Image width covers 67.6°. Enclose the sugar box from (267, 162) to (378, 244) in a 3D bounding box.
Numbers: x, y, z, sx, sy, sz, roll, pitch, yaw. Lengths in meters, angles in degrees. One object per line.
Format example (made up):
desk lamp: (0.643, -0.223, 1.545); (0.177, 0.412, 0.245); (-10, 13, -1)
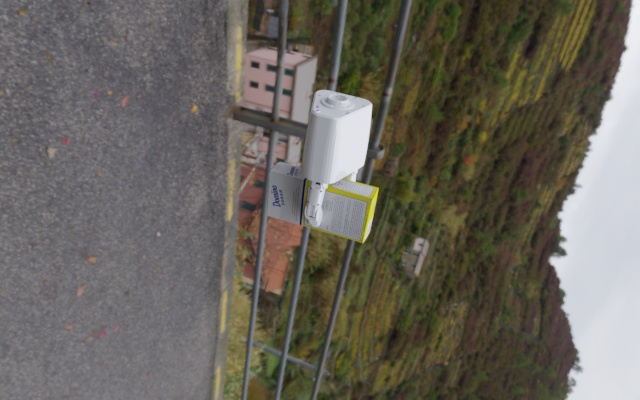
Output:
sugar box: (0.000, 0.002, 0.792); (0.176, 0.093, 0.048); (18, 35, 14)
